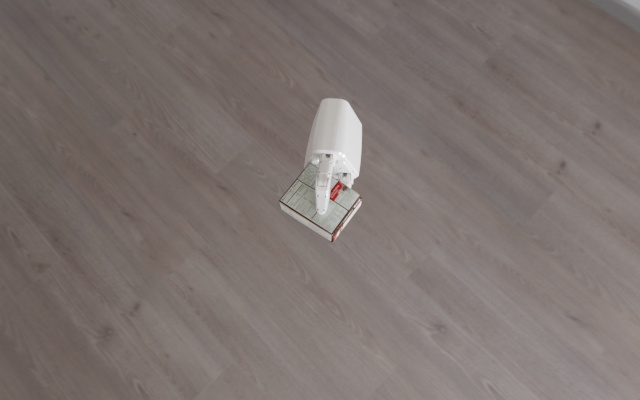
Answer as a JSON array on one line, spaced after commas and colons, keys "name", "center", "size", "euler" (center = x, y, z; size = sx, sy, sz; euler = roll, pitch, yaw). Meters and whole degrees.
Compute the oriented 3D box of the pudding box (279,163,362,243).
[{"name": "pudding box", "center": [0.000, 0.003, 0.801], "size": [0.113, 0.090, 0.039], "euler": [32, -18, 17]}]
